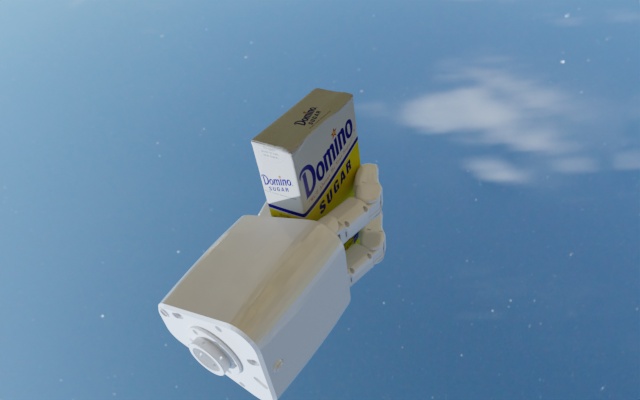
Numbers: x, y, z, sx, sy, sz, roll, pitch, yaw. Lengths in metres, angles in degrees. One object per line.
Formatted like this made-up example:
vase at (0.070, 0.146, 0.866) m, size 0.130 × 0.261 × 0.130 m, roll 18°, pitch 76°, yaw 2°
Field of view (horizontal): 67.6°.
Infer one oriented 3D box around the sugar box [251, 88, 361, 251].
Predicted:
sugar box at (0.000, 0.002, 0.426) m, size 0.048 × 0.176 × 0.093 m, roll 18°, pitch 47°, yaw 28°
